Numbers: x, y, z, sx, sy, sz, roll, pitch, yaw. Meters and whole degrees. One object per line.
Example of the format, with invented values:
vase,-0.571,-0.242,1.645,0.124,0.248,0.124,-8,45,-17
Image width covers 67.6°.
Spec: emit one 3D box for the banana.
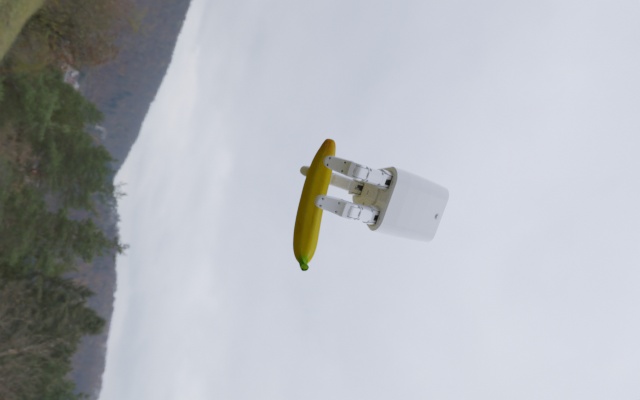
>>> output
banana,-0.009,0.009,0.695,0.037,0.197,0.069,17,-18,-22
